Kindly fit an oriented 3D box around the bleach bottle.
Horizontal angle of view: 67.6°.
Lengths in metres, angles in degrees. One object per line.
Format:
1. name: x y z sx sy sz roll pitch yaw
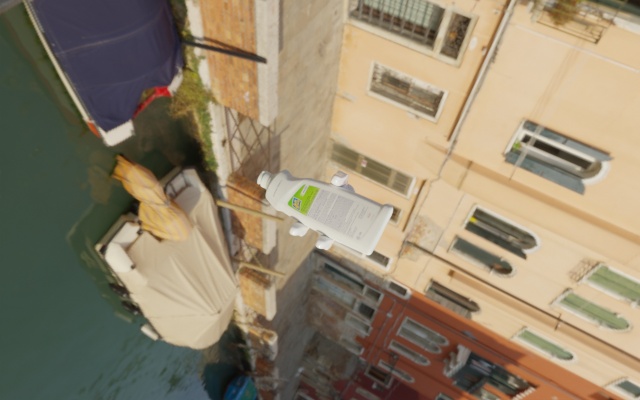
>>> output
1. bleach bottle: 0.000 0.003 0.886 0.251 0.102 0.068 27 -8 13
